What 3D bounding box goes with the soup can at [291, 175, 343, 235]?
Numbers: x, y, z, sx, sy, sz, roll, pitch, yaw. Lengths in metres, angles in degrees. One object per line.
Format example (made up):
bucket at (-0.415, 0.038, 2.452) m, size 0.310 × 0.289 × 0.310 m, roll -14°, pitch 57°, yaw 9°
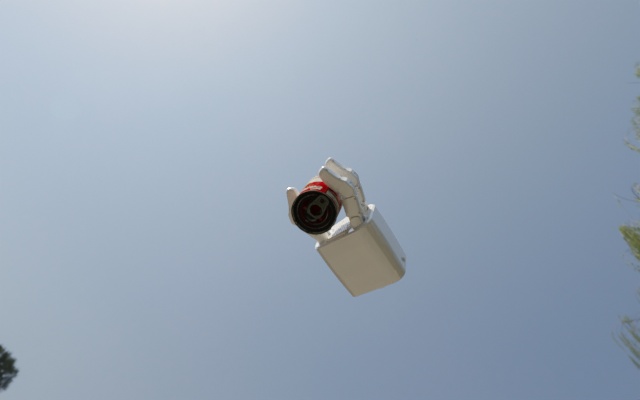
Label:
soup can at (0.000, 0.002, 0.733) m, size 0.068 × 0.068 × 0.102 m, roll 0°, pitch 18°, yaw 11°
